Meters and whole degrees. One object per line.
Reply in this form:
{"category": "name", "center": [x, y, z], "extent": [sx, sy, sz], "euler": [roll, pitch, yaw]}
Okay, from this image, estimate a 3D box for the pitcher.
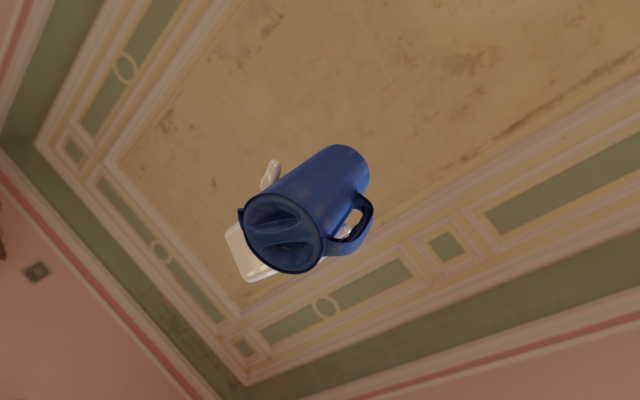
{"category": "pitcher", "center": [0.000, 0.003, 0.761], "extent": [0.145, 0.149, 0.242], "euler": [-33, 8, 37]}
